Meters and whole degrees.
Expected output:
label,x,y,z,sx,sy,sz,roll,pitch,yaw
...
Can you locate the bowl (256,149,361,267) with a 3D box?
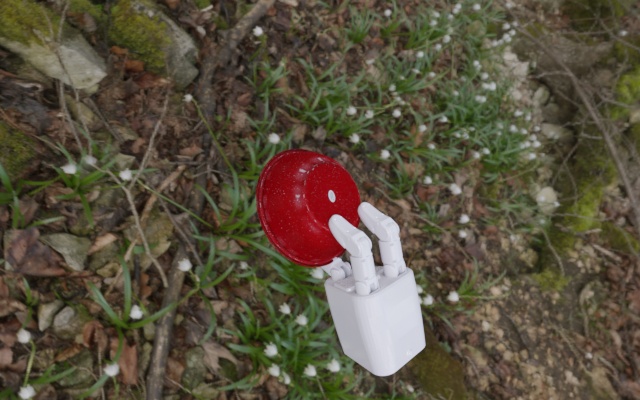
label,x,y,z,sx,sy,sz,roll,pitch,yaw
bowl,0.000,0.001,0.612,0.162,0.162,0.055,0,-14,-39
